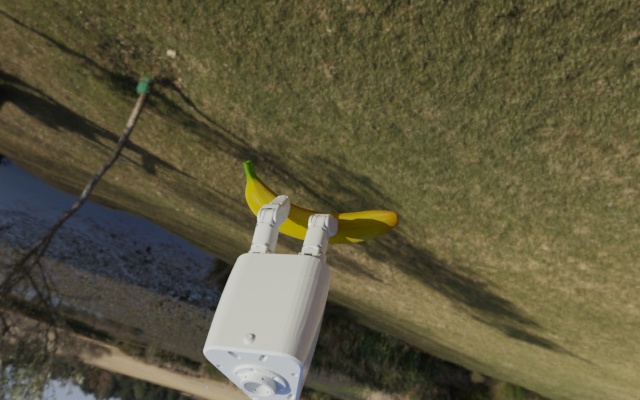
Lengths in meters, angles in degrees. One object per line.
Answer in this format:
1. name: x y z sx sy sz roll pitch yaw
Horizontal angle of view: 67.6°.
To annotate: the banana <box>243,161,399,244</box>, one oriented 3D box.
1. banana: -0.009 0.017 0.570 0.198 0.070 0.037 19 22 1
